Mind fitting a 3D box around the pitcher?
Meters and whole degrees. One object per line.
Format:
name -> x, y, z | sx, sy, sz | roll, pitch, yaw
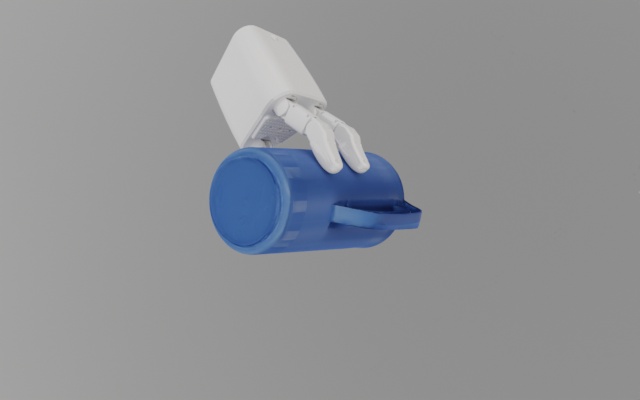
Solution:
pitcher -> 0.000, 0.002, 0.560 | 0.149, 0.145, 0.243 | -35, -18, 29
